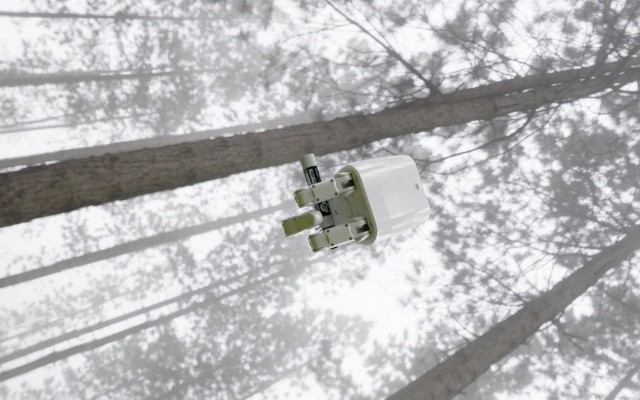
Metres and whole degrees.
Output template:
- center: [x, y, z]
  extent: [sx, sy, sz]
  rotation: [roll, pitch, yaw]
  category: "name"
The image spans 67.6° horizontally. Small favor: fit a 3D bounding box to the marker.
- center: [0.000, 0.002, 0.594]
  extent: [0.020, 0.121, 0.020]
  rotation: [-17, -3, -1]
  category: "marker"
